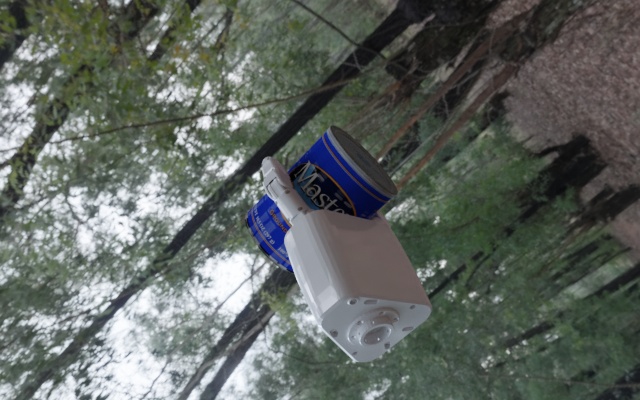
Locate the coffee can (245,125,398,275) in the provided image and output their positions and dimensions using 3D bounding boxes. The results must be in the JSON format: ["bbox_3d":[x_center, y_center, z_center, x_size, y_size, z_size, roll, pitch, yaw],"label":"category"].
[{"bbox_3d":[0.000,0.002,0.533,0.140,0.102,0.103,-44,-16,17],"label":"coffee can"}]
